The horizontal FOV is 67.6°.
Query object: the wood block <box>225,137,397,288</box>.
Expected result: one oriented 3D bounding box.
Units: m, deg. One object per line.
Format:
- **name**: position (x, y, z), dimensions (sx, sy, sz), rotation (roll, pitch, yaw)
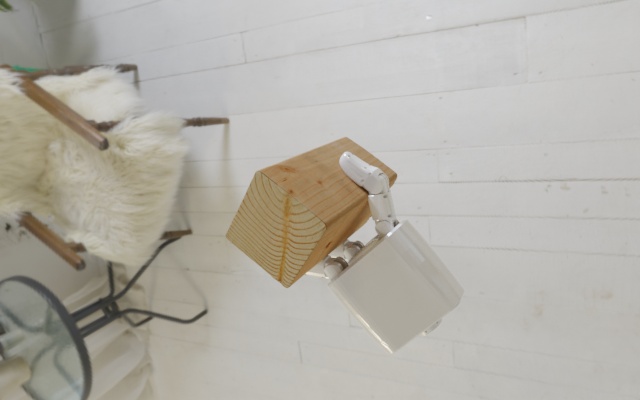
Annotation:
- **wood block**: position (0.000, 0.002, 0.551), dimensions (0.090, 0.091, 0.206), rotation (38, 29, 12)
